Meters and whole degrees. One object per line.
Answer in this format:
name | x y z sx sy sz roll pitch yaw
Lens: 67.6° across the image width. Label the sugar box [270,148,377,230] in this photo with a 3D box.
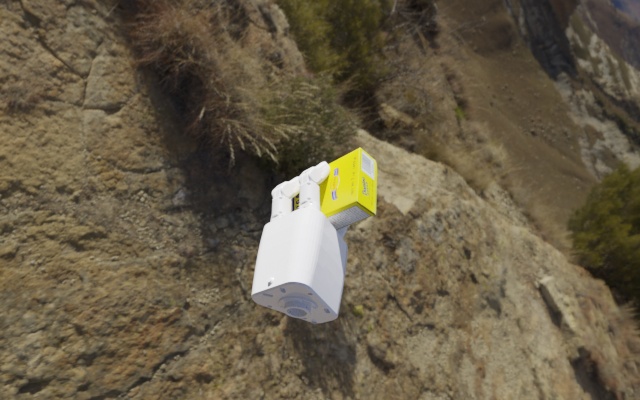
sugar box | 0.000 0.002 0.684 0.176 0.093 0.048 -24 -45 36
